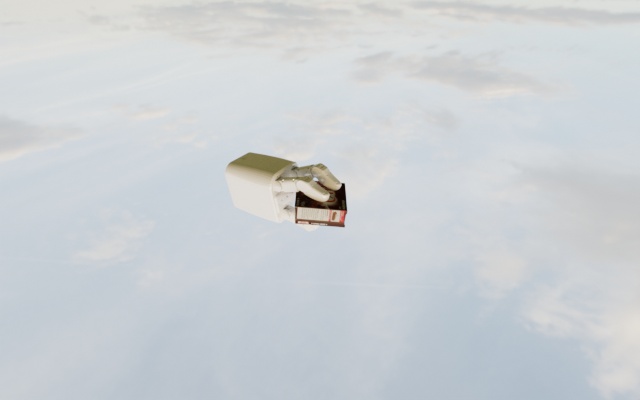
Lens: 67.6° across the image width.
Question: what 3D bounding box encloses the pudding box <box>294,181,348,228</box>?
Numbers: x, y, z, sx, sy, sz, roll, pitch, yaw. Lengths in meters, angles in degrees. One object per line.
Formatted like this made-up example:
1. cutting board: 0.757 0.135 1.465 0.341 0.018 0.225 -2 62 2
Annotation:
1. pudding box: 0.000 0.003 0.845 0.090 0.039 0.113 4 29 -2
